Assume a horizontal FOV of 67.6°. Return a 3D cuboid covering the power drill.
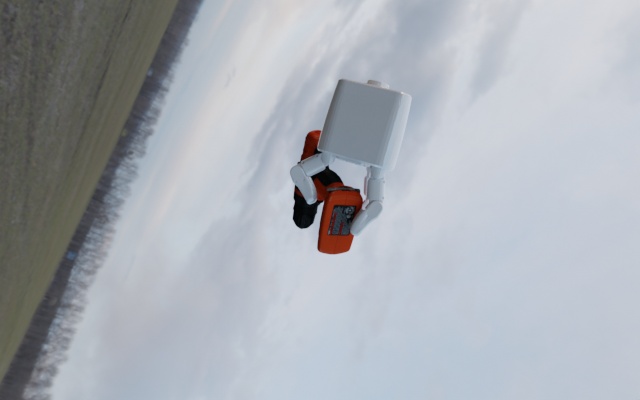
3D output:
[{"bbox_3d":[0.000,0.002,0.762,0.057,0.184,0.187,-1,31,-19],"label":"power drill"}]
